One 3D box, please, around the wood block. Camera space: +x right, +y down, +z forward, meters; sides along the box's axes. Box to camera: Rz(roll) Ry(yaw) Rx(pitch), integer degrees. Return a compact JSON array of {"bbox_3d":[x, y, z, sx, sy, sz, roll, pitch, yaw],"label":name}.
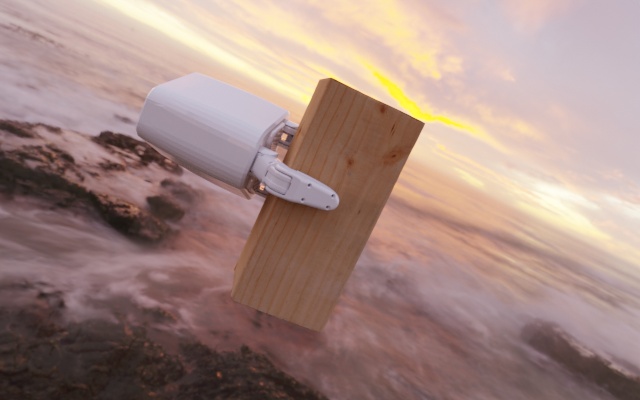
[{"bbox_3d":[0.000,0.001,0.444,0.090,0.206,0.090,23,10,-11],"label":"wood block"}]
